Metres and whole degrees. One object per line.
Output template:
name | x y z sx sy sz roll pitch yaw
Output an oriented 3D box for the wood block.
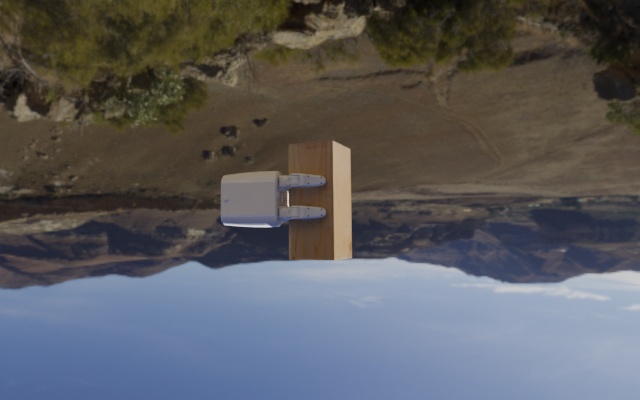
wood block | 0.000 0.003 0.869 0.090 0.206 0.091 -2 -5 24
